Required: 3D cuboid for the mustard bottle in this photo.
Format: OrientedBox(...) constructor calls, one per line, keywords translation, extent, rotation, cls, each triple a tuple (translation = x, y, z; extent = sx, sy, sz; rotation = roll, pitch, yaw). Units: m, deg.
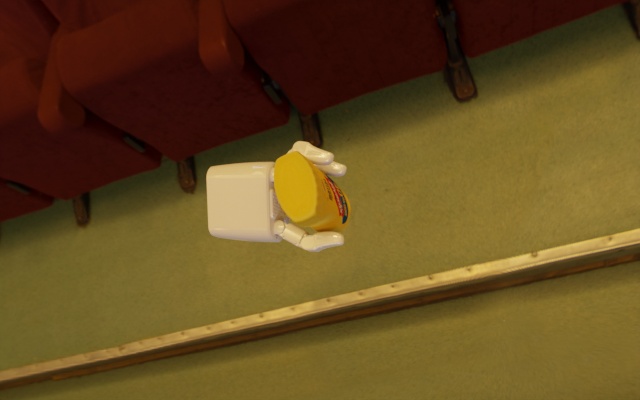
OrientedBox(translation=(0.000, 0.002, 0.688), extent=(0.058, 0.096, 0.192), rotation=(-24, -21, 14), cls="mustard bottle")
